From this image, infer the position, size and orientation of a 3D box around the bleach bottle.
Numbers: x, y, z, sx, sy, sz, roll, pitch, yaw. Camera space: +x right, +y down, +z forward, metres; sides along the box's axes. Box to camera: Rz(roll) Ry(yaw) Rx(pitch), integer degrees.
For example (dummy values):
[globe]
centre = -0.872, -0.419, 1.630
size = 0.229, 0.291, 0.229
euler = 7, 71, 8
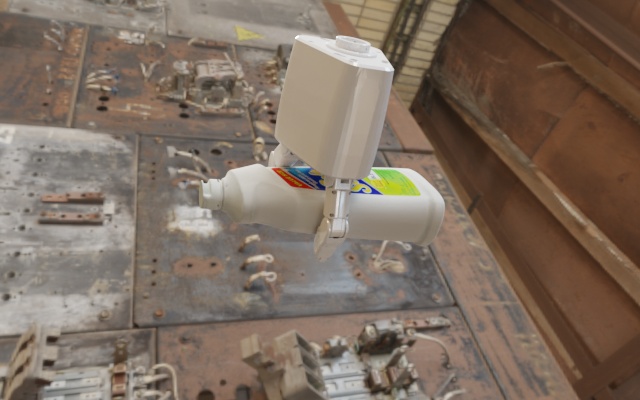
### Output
[bleach bottle]
centre = 0.000, 0.002, 0.514
size = 0.251, 0.068, 0.102
euler = 2, 30, -22
